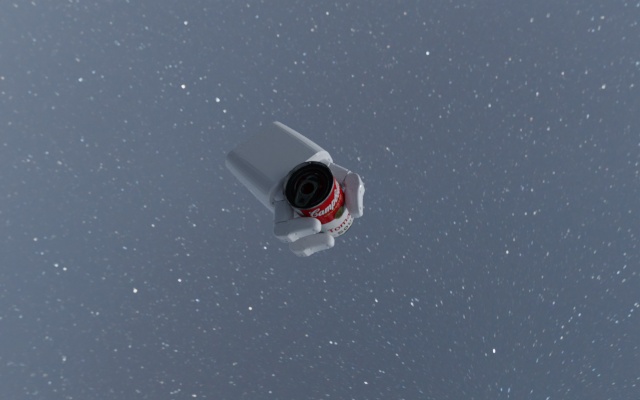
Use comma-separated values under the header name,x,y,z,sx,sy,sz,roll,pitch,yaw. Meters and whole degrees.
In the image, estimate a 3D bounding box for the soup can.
name,x,y,z,sx,sy,sz,roll,pitch,yaw
soup can,0.001,0.002,0.633,0.068,0.068,0.102,0,-26,21
